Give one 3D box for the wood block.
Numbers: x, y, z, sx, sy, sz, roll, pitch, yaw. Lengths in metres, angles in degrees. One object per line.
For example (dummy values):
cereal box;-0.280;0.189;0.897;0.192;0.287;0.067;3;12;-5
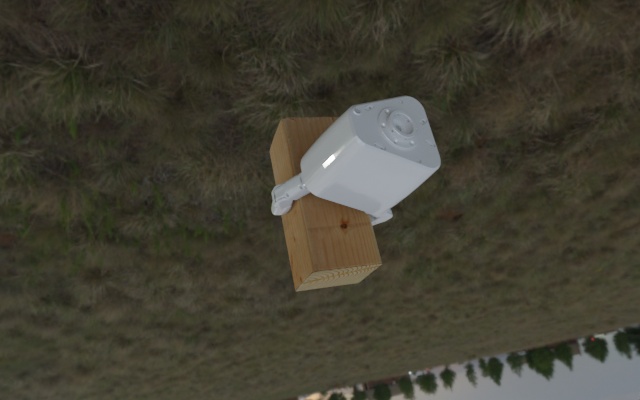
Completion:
wood block;0.000;0.002;0.623;0.091;0.206;0.090;-4;-23;-20
